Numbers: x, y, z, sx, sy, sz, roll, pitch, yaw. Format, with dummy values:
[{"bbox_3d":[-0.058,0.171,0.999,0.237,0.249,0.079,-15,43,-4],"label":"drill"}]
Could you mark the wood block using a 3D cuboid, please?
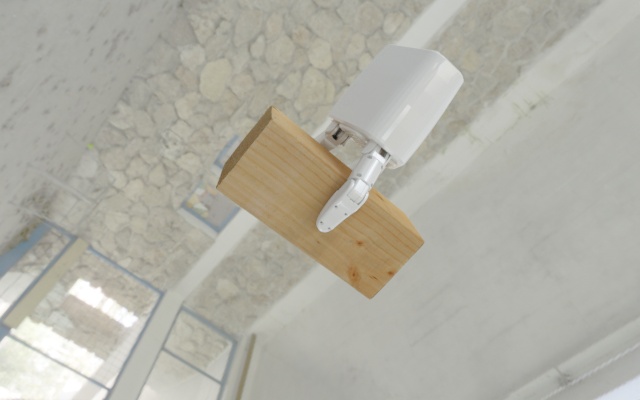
[{"bbox_3d":[0.000,0.002,0.520,0.206,0.090,0.090,37,13,-16],"label":"wood block"}]
